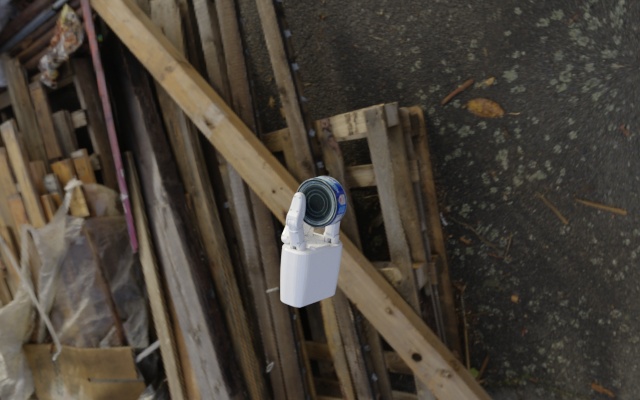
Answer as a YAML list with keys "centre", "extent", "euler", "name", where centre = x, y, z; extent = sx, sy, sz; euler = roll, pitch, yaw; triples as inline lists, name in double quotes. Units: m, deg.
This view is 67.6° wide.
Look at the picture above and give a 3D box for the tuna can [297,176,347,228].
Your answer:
- centre: [0.000, 0.003, 0.804]
  extent: [0.086, 0.086, 0.034]
  euler: [0, 8, 32]
  name: "tuna can"
